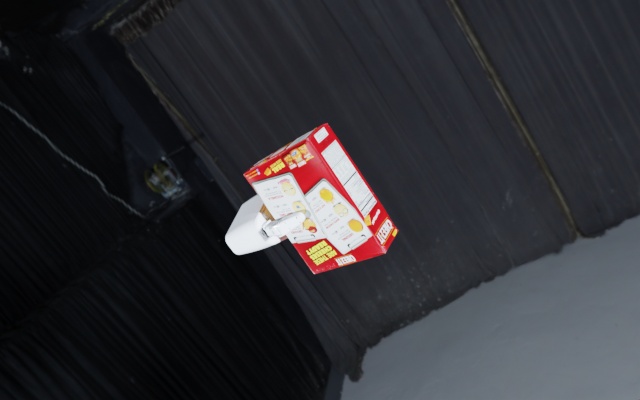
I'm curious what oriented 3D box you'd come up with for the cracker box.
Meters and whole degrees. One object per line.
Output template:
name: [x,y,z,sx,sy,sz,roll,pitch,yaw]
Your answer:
cracker box: [0.000,0.002,0.775,0.164,0.214,0.072,-23,17,42]
